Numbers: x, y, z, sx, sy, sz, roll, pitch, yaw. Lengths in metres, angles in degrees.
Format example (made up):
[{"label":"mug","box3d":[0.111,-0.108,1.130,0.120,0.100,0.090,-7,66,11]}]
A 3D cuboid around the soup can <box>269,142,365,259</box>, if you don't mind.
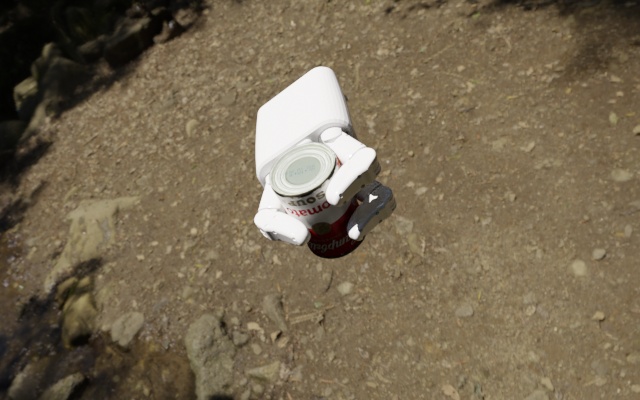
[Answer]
[{"label":"soup can","box3d":[0.000,0.002,0.468,0.068,0.068,0.102,0,-39,26]}]
